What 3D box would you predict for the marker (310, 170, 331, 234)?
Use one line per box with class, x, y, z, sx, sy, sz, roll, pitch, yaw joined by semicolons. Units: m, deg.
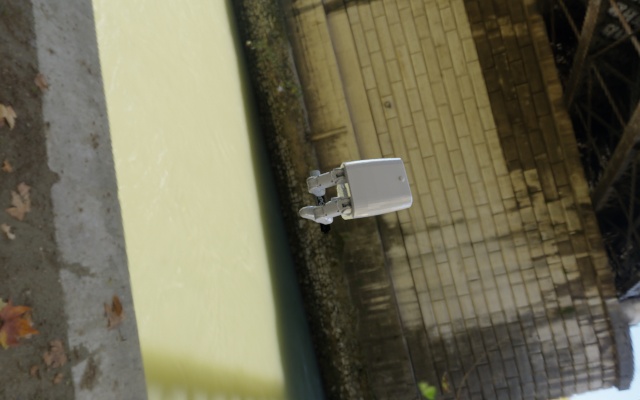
marker;0.000;0.003;0.880;0.020;0.121;0.020;-10;-18;-3
